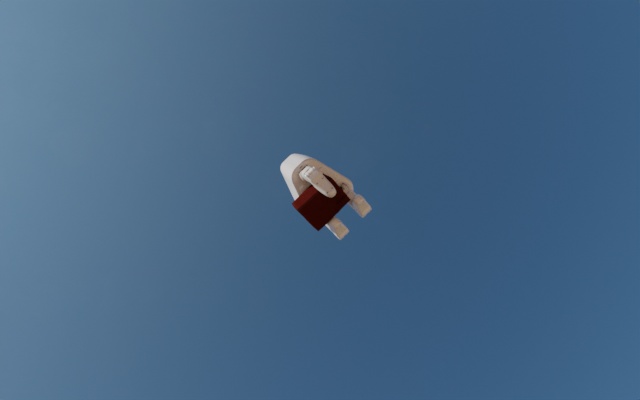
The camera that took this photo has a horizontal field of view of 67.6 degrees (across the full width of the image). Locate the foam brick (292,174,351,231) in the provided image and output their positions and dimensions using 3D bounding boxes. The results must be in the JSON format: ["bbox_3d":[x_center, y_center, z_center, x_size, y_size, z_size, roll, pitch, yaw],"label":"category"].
[{"bbox_3d":[0.000,0.003,0.795,0.078,0.053,0.051,-44,20,-5],"label":"foam brick"}]
